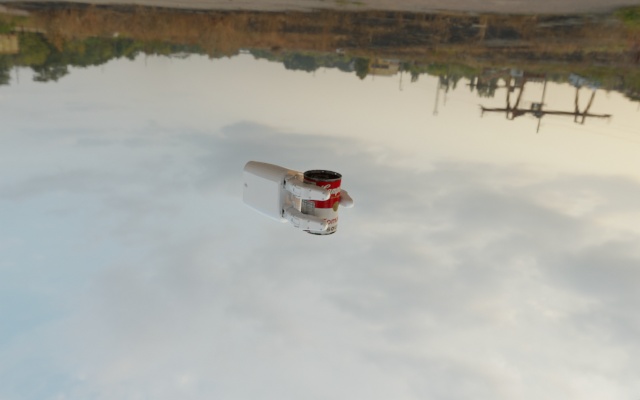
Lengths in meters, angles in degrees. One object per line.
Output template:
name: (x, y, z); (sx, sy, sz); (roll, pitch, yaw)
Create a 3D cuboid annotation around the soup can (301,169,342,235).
soup can: (0.001, 0.003, 0.844); (0.068, 0.102, 0.068); (4, 17, -1)
